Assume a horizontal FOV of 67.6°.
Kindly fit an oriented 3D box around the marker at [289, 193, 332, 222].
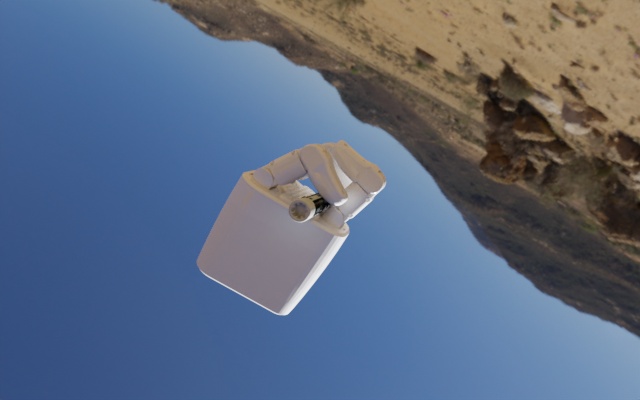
[{"bbox_3d":[0.000,0.001,0.441,0.020,0.020,0.121,0,7,17],"label":"marker"}]
